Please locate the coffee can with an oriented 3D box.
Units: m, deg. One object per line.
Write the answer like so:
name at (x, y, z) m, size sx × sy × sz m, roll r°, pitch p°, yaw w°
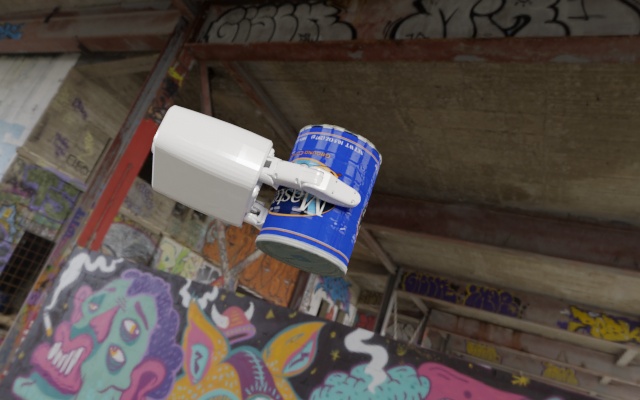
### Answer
coffee can at (0.000, 0.002, 0.533) m, size 0.103 × 0.140 × 0.103 m, roll 18°, pitch -20°, yaw 6°
